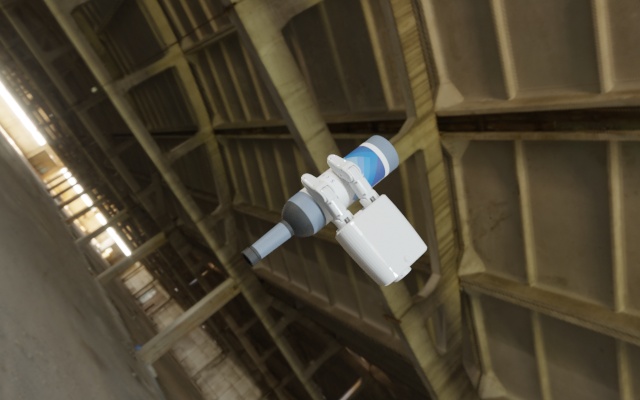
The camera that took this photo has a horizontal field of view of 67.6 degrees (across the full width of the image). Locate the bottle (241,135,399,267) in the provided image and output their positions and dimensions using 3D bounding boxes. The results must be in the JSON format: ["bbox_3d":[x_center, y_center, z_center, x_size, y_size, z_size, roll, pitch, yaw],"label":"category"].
[{"bbox_3d":[0.000,0.002,0.750,0.295,0.069,0.069,-38,16,-22],"label":"bottle"}]
